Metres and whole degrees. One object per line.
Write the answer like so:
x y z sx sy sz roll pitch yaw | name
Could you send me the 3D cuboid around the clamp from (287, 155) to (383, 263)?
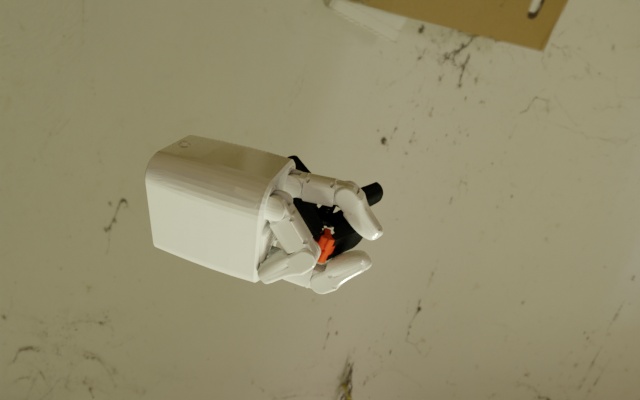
0.000 0.002 0.494 0.120 0.039 0.171 16 24 6 | clamp
